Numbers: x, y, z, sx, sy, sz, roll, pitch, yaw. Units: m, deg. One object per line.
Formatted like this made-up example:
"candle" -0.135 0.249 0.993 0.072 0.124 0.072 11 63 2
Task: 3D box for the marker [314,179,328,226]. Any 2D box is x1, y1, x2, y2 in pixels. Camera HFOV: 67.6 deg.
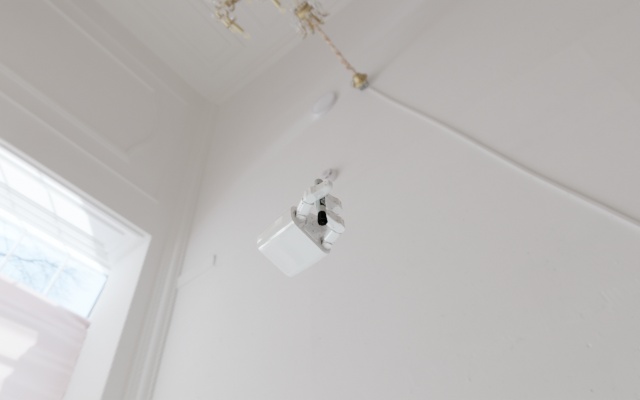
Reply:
"marker" 0.000 0.003 0.891 0.020 0.020 0.121 0 41 -5
